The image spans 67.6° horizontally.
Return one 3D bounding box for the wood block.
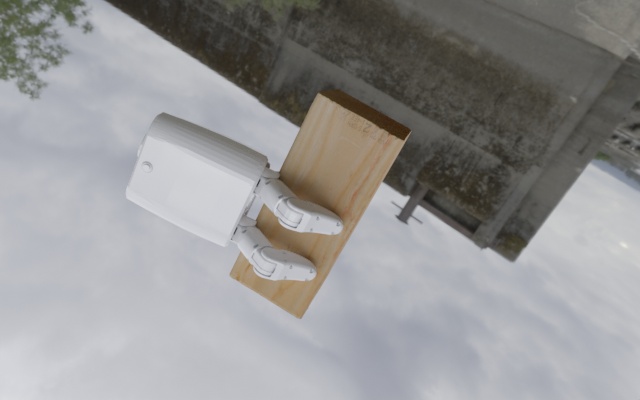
[{"bbox_3d":[0.000,0.001,0.487,0.090,0.206,0.090,30,20,5],"label":"wood block"}]
